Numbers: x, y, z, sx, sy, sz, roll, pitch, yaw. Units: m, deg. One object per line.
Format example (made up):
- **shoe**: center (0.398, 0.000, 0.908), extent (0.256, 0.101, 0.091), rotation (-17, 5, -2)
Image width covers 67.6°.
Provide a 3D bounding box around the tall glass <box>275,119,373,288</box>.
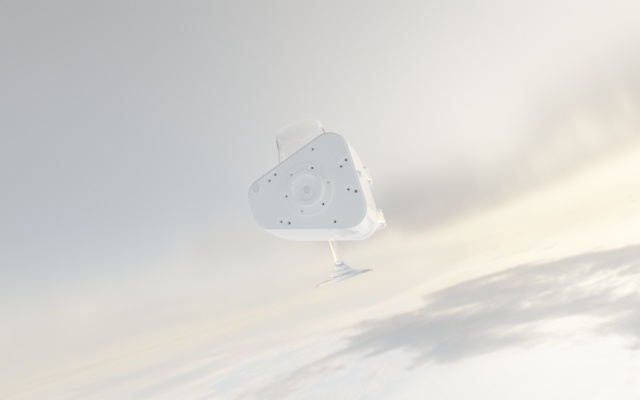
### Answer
- **tall glass**: center (0.000, 0.003, 0.597), extent (0.079, 0.201, 0.079), rotation (-17, -11, -3)
